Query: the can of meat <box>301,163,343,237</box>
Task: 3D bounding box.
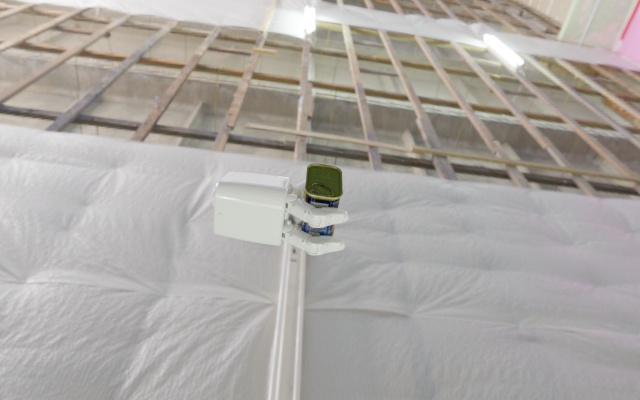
[{"bbox_3d":[0.000,0.003,0.759,0.057,0.084,0.102,8,32,-4],"label":"can of meat"}]
